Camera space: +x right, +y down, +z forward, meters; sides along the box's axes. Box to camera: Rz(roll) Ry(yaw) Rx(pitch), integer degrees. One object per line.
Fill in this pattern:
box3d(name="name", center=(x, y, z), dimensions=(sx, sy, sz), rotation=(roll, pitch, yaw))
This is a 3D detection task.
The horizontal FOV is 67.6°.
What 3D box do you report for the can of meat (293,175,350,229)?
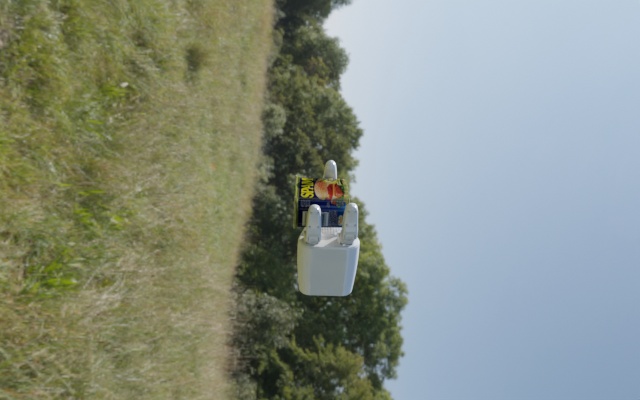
box3d(name="can of meat", center=(0.000, 0.002, 0.758), dimensions=(0.084, 0.057, 0.102), rotation=(2, 28, -2))
